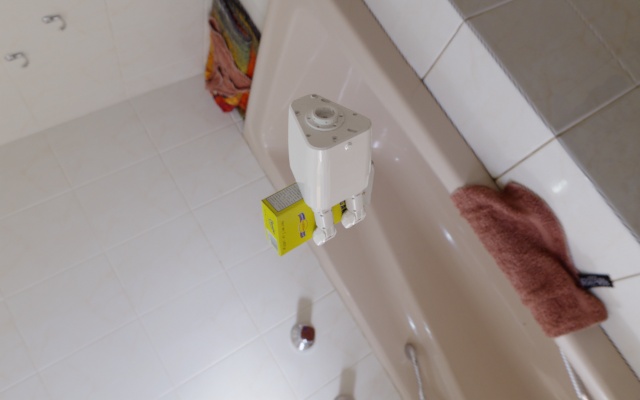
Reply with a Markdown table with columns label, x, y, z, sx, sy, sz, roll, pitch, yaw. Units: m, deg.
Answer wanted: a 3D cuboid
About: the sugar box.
| label | x | y | z | sx | sy | sz | roll | pitch | yaw |
| --- | --- | --- | --- | --- | --- | --- | --- | --- | --- |
| sugar box | 0.000 | 0.003 | 0.703 | 0.176 | 0.093 | 0.048 | -28 | 54 | -23 |
